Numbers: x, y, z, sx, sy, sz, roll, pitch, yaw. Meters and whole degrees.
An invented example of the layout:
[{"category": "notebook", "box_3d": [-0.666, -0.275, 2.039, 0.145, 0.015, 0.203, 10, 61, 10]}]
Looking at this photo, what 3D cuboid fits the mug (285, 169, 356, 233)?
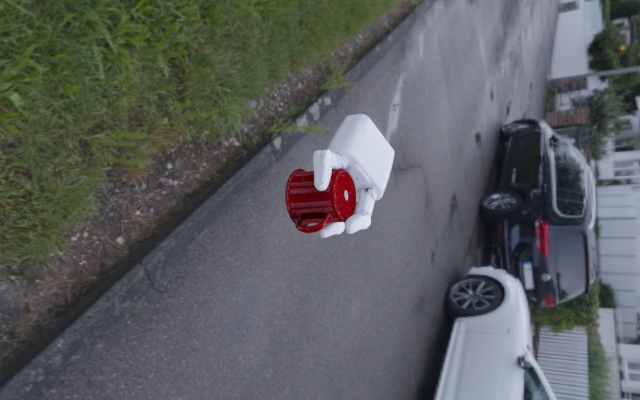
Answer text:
[{"category": "mug", "box_3d": [0.000, 0.003, 0.733, 0.081, 0.093, 0.117, -3, 42, 29]}]
